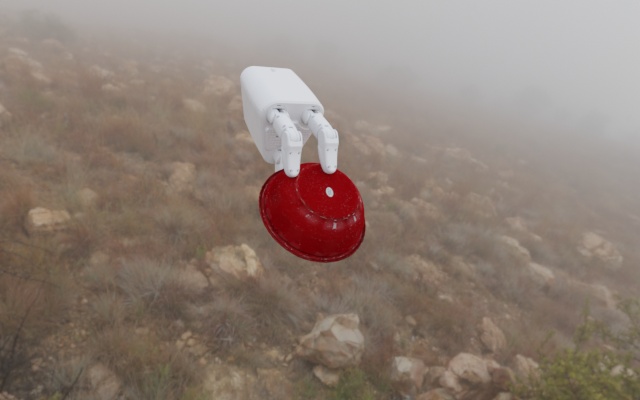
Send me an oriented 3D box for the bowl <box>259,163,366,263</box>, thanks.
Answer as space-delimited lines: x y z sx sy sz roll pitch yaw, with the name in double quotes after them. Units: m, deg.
0.001 0.003 0.655 0.162 0.162 0.055 0 -33 -27 "bowl"
